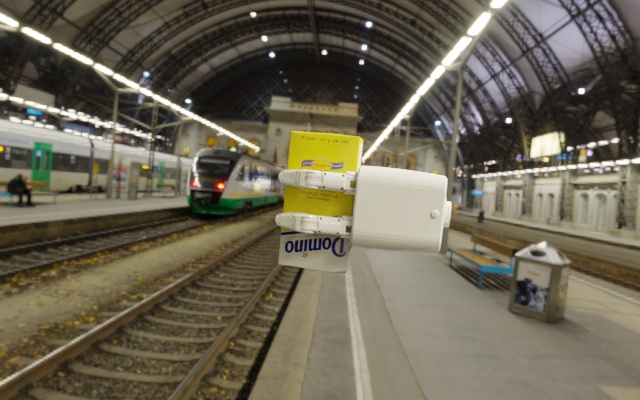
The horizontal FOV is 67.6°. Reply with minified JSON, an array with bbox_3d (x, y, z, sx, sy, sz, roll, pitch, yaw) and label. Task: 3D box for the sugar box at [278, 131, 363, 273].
[{"bbox_3d":[0.000,0.002,0.625,0.093,0.176,0.048,6,2,11],"label":"sugar box"}]
